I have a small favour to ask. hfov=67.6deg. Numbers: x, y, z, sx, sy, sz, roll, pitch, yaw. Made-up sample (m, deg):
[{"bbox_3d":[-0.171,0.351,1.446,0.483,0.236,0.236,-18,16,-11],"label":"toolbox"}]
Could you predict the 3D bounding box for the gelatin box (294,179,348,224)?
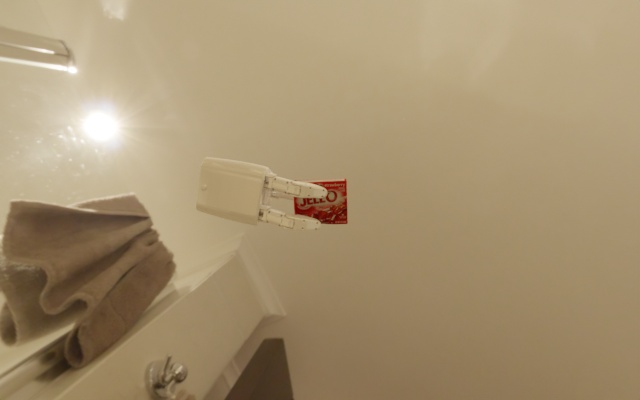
[{"bbox_3d":[0.000,0.002,0.791,0.089,0.073,0.030,-2,11,2],"label":"gelatin box"}]
